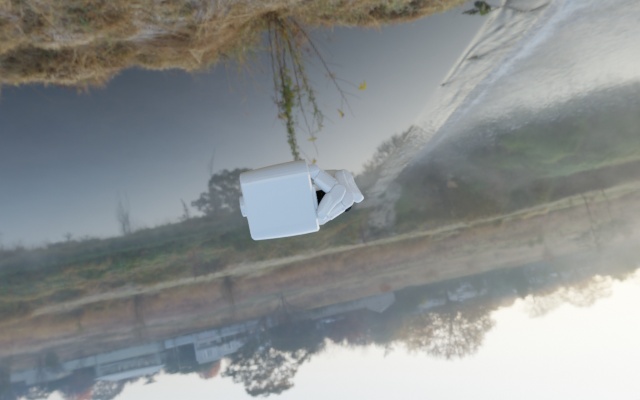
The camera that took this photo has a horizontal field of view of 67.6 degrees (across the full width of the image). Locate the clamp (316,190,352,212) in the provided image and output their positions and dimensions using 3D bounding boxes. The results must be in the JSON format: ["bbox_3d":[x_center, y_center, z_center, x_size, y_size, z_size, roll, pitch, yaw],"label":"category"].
[{"bbox_3d":[0.000,0.003,0.850,0.120,0.039,0.171,-9,-10,-1],"label":"clamp"}]
